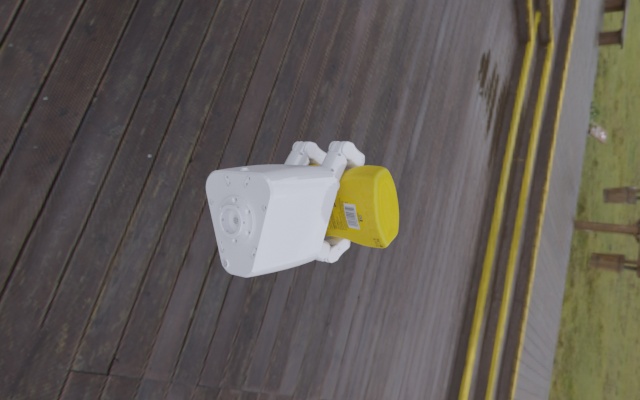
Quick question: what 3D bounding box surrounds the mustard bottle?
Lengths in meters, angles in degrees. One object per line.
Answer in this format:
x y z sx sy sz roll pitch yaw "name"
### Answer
0.001 0.002 0.601 0.191 0.096 0.058 5 32 35 "mustard bottle"
